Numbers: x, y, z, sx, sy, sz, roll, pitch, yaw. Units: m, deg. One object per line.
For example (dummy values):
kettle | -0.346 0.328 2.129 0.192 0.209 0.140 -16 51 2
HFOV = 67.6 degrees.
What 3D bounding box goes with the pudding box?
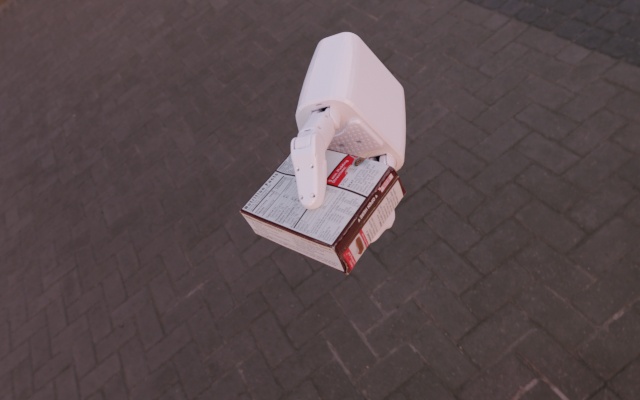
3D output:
pudding box | 0.000 0.001 0.404 0.113 0.090 0.039 18 -29 41
